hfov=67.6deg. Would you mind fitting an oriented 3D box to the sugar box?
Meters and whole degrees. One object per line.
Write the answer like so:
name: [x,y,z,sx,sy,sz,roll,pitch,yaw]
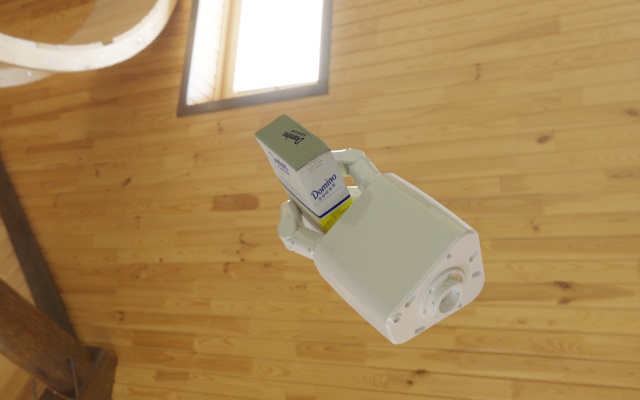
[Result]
sugar box: [0.001,0.001,0.504,0.048,0.176,0.093,-34,42,-13]
